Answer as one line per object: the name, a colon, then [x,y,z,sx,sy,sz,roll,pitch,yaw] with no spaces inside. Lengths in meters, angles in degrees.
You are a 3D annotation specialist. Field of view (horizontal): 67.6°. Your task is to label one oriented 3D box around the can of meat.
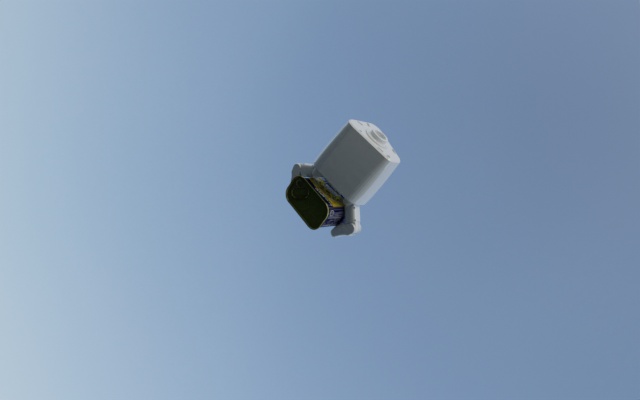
can of meat: [0.000,0.003,0.868,0.084,0.057,0.102,-1,44,-51]
